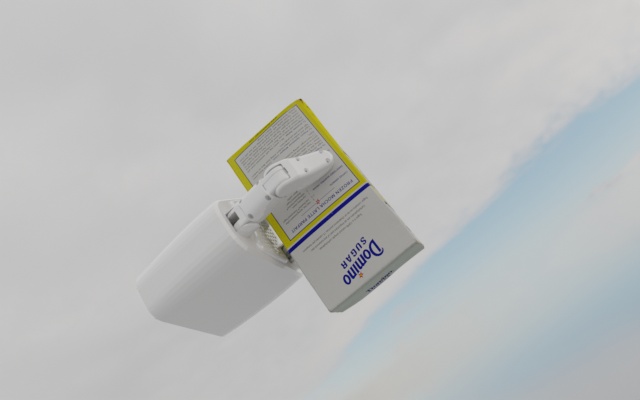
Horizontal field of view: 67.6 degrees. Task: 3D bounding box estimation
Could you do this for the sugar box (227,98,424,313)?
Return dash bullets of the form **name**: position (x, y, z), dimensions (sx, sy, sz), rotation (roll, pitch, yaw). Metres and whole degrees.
- **sugar box**: position (0.000, 0.002, 0.425), dimensions (0.093, 0.176, 0.048), rotation (-40, -22, 9)
